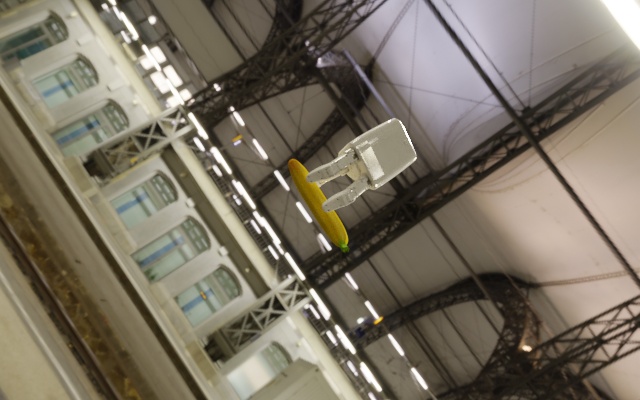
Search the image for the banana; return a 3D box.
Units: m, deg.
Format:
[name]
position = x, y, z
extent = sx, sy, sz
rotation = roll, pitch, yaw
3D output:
[banana]
position = 0.000, 0.010, 0.889
extent = 0.037, 0.198, 0.070
rotation = -32, -9, -12
